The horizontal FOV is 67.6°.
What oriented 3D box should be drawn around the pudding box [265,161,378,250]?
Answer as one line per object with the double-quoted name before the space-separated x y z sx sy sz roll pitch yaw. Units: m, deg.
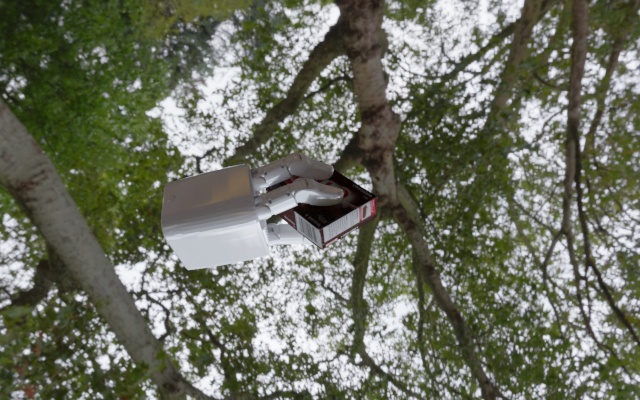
"pudding box" 0.000 0.002 0.588 0.090 0.039 0.113 -29 46 -27
